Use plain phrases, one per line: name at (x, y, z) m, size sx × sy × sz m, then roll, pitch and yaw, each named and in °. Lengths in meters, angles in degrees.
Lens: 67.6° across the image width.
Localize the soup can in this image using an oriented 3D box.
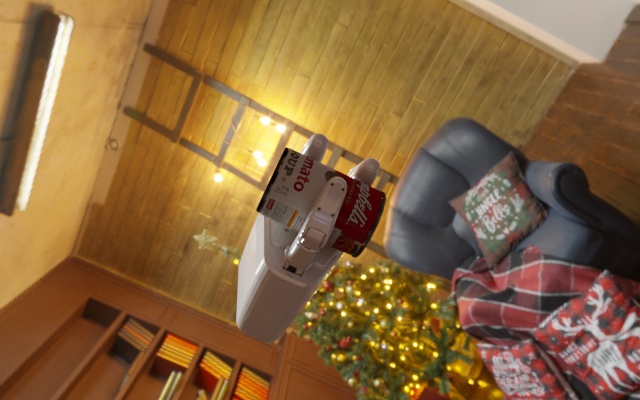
soup can at (0.000, 0.001, 0.443) m, size 0.102 × 0.068 × 0.068 m, roll 25°, pitch -3°, yaw -6°
